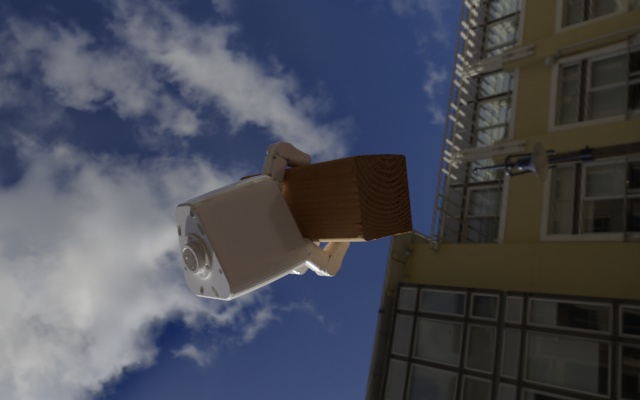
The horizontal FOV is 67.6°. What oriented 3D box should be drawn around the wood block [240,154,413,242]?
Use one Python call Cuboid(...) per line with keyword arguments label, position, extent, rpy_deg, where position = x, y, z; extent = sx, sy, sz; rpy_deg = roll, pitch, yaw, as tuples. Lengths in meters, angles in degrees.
Cuboid(label="wood block", position=(0.000, 0.002, 0.588), extent=(0.090, 0.091, 0.206), rpy_deg=(-7, 1, -44))
